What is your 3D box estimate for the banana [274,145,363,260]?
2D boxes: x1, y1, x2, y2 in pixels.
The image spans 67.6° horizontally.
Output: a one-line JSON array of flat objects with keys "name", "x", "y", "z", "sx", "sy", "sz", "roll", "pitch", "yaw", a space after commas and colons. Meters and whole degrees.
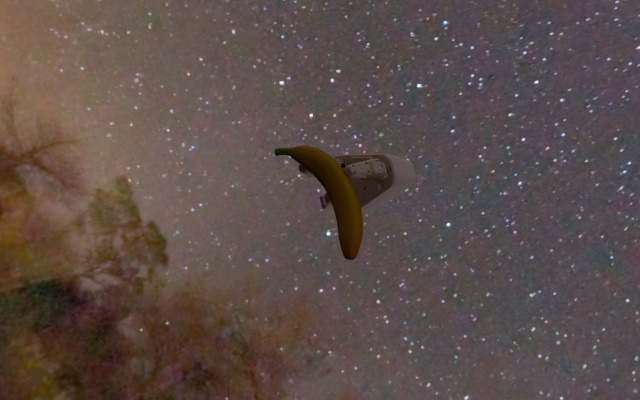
[{"name": "banana", "x": 0.014, "y": -0.011, "z": 0.670, "sx": 0.069, "sy": 0.197, "sz": 0.037, "roll": -34, "pitch": -21, "yaw": -2}]
